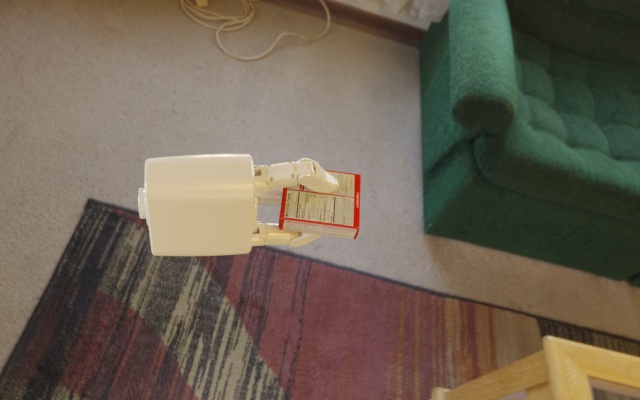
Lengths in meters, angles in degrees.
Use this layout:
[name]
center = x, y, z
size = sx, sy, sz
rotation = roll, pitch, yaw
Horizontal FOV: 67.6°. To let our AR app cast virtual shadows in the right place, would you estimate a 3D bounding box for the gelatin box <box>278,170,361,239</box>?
[gelatin box]
center = 0.000, 0.002, 0.541
size = 0.089, 0.073, 0.030
rotation = 7, -33, -5
